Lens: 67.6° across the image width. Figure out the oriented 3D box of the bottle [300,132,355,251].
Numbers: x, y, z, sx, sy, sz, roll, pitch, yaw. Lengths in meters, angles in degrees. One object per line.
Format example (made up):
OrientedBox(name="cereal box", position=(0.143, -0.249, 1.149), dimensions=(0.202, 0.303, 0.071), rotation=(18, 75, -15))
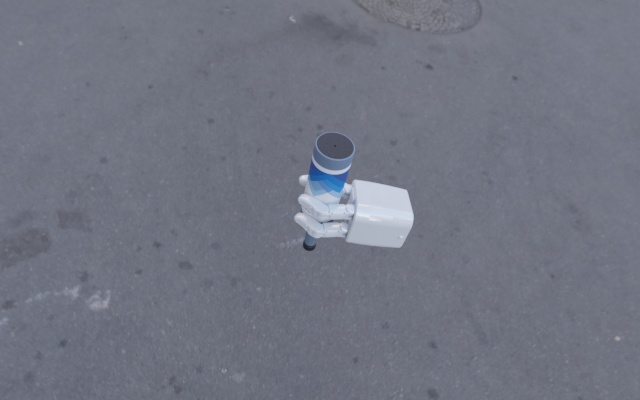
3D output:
OrientedBox(name="bottle", position=(0.000, 0.003, 0.889), dimensions=(0.069, 0.069, 0.296), rotation=(0, -39, -12))
